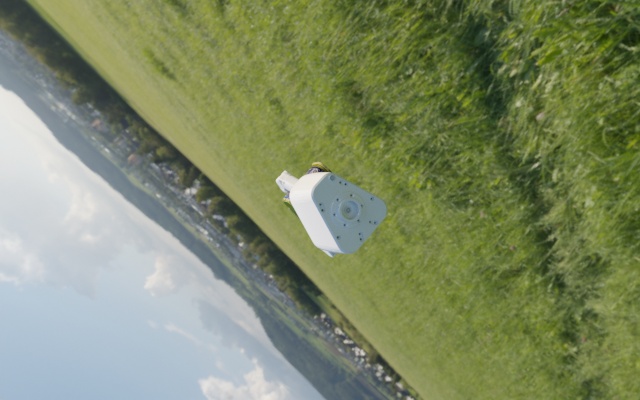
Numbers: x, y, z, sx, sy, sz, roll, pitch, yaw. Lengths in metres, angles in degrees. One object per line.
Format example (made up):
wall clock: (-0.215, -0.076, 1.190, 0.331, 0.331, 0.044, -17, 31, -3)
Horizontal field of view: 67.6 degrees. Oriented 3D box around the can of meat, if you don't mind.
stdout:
can of meat: (0.000, 0.003, 0.782, 0.102, 0.084, 0.057, 45, -13, -16)
